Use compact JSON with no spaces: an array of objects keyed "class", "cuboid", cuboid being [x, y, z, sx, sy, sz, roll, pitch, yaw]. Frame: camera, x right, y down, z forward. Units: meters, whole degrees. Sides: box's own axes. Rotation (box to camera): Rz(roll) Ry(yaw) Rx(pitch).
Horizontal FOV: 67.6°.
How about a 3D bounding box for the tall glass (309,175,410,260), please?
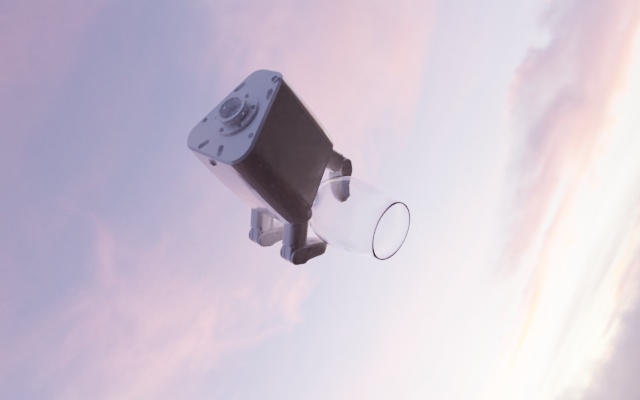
[{"class":"tall glass","cuboid":[0.000,0.002,0.535,0.201,0.079,0.079,22,15,39]}]
